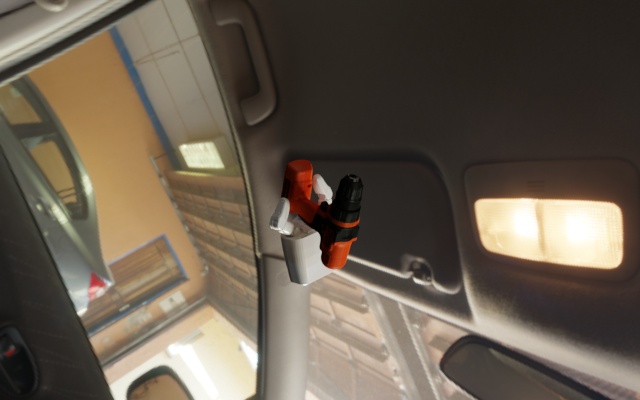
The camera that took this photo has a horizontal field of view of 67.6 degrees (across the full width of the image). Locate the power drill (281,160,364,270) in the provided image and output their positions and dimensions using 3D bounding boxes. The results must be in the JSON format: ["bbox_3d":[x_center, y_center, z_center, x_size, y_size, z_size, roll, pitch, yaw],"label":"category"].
[{"bbox_3d":[0.000,0.003,0.846,0.057,0.184,0.187,-8,36,-32],"label":"power drill"}]
